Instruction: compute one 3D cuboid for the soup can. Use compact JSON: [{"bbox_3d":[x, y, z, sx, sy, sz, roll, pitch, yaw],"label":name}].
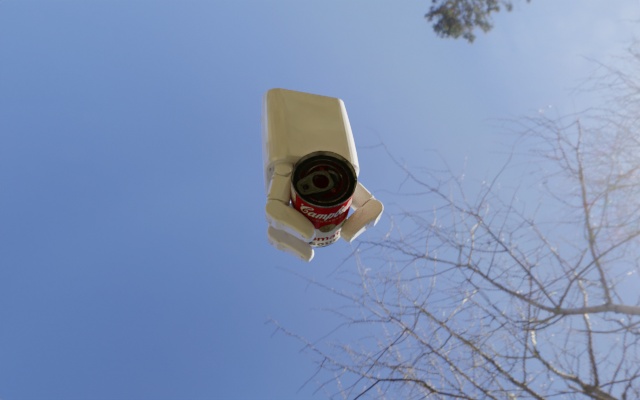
[{"bbox_3d":[0.000,0.002,0.528,0.068,0.068,0.102,0,-29,-5],"label":"soup can"}]
